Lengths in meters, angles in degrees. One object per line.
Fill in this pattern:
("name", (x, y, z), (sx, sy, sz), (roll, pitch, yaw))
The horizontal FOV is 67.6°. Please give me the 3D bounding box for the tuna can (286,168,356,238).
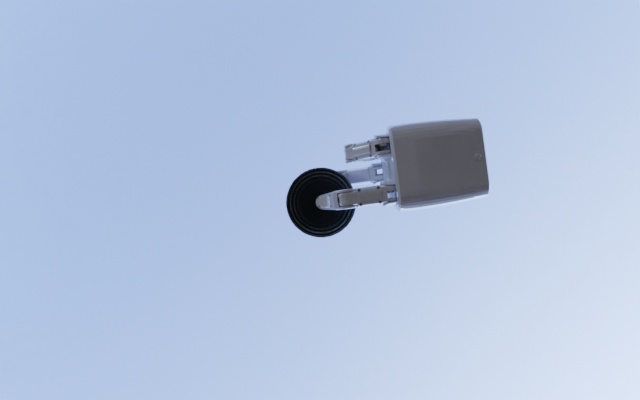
("tuna can", (0.000, 0.002, 0.599), (0.086, 0.086, 0.034), (0, 3, -3))
